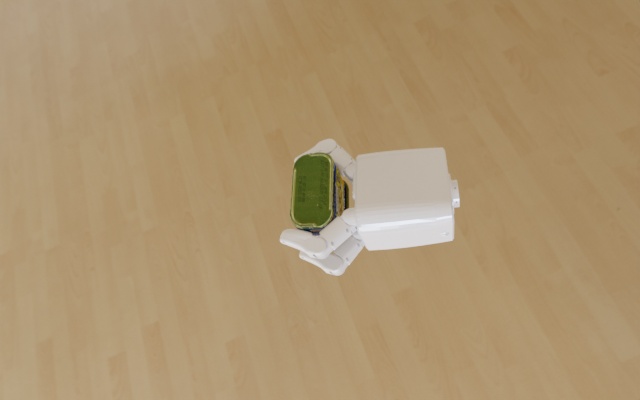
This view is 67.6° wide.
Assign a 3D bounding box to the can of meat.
[{"bbox_3d":[0.000,0.002,0.594,0.057,0.102,0.084,-4,-23,13],"label":"can of meat"}]
